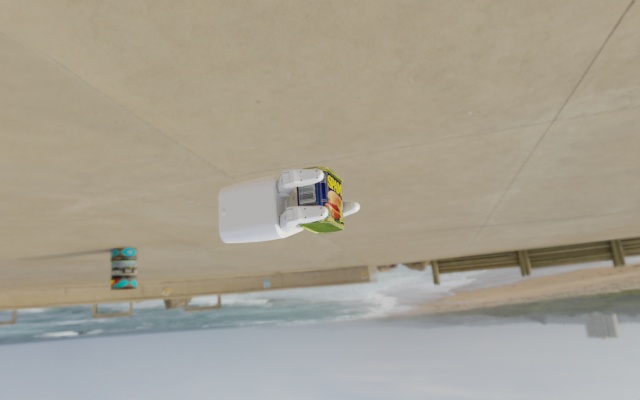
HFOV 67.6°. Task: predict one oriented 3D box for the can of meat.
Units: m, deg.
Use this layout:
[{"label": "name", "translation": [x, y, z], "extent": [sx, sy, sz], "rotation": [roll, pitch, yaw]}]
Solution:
[{"label": "can of meat", "translation": [0.000, 0.003, 0.736], "extent": [0.057, 0.084, 0.102], "rotation": [-8, -15, 18]}]
